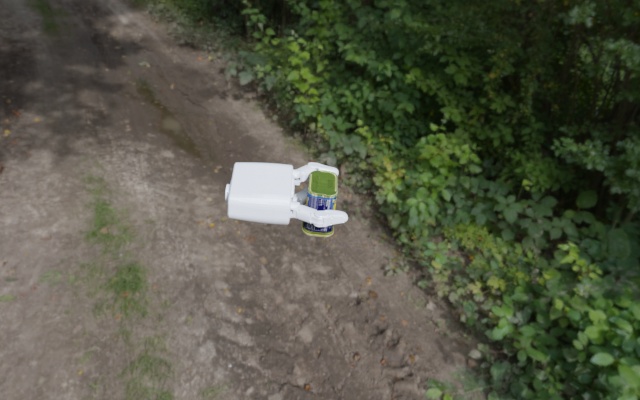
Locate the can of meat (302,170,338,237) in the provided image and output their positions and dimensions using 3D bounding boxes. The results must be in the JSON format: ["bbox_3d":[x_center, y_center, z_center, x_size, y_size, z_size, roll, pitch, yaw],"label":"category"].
[{"bbox_3d":[0.000,0.003,0.864,0.057,0.084,0.102,6,29,-2],"label":"can of meat"}]
